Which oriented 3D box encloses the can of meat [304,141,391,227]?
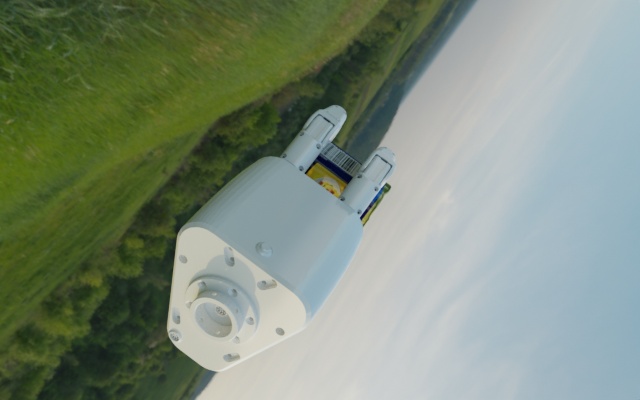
[{"bbox_3d":[0.000,0.002,0.422,0.084,0.102,0.057,37,28,2],"label":"can of meat"}]
